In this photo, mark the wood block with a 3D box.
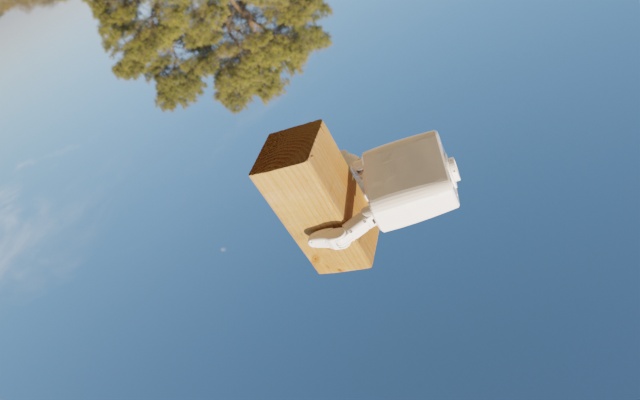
[{"bbox_3d":[0.000,0.002,0.671,0.090,0.206,0.090,-11,40,28],"label":"wood block"}]
